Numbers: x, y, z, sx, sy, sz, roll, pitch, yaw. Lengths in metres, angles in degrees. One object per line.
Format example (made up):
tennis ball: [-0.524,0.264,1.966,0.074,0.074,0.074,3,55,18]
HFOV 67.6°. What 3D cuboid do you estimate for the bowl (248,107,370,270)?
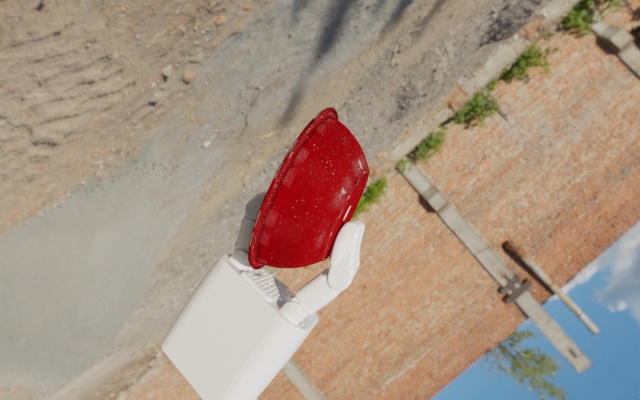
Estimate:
bowl: [0.001,0.000,0.429,0.055,0.162,0.162,26,5,10]
